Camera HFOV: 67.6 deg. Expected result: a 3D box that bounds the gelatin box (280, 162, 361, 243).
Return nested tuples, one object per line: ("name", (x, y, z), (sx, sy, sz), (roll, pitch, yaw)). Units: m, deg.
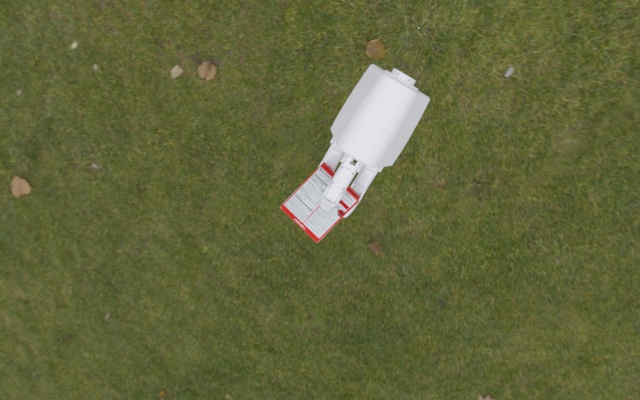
("gelatin box", (0.000, 0.003, 0.669), (0.073, 0.089, 0.030), (43, 13, -4))
